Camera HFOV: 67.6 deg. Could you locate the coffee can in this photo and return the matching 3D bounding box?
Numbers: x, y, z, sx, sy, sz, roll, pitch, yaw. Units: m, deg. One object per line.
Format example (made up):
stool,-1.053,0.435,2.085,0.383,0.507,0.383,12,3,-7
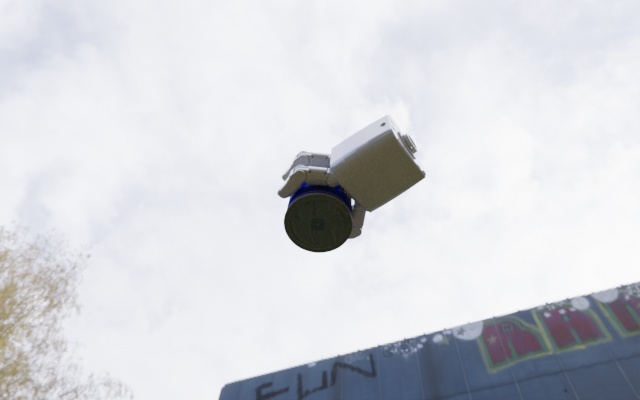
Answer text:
coffee can,0.000,0.003,0.766,0.103,0.103,0.140,0,29,4
